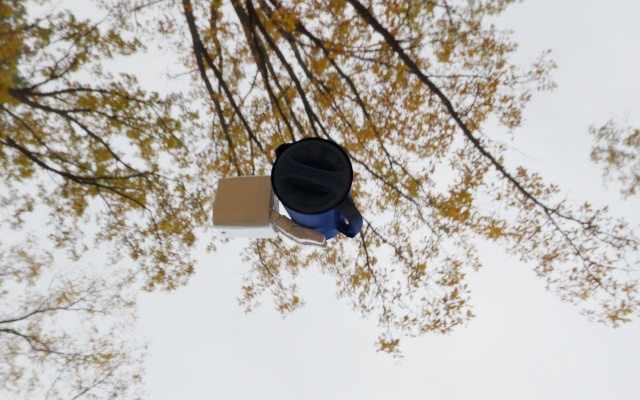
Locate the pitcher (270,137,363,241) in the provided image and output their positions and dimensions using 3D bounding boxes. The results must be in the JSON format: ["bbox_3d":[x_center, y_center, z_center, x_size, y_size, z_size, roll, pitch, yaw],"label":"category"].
[{"bbox_3d":[0.000,0.003,0.863,0.145,0.149,0.243,-3,-19,3],"label":"pitcher"}]
